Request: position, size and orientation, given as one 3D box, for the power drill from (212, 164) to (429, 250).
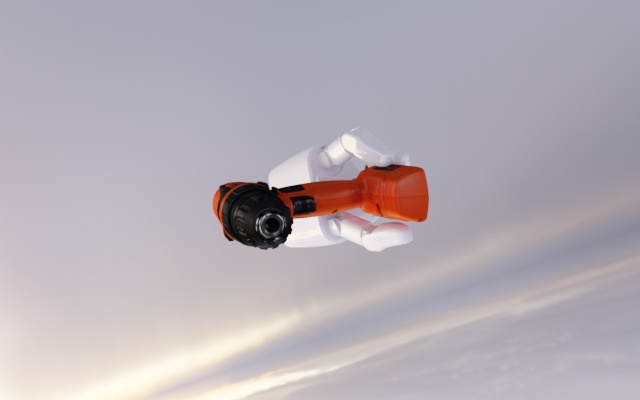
[{"bbox_3d":[0.000,0.001,0.439,0.187,0.057,0.184,-5,8,-19],"label":"power drill"}]
